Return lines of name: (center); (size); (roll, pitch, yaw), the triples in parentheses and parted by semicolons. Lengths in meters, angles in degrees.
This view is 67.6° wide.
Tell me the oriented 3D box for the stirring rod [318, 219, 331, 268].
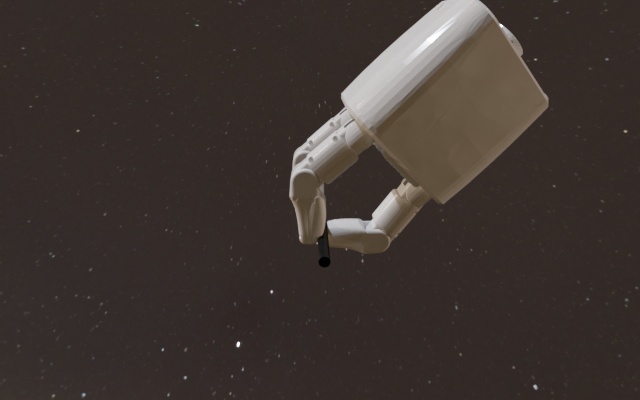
stirring rod: (0.000, 0.001, 0.430); (0.011, 0.011, 0.239); (0, 19, -1)
